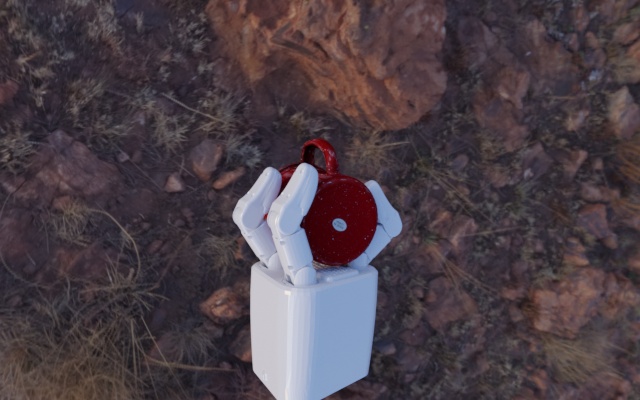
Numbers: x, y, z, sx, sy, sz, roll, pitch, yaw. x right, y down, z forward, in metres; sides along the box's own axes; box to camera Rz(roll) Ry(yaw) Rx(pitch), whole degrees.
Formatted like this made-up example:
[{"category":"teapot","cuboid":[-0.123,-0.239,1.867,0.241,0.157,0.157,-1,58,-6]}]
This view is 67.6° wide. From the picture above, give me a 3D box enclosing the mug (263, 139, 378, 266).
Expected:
[{"category":"mug","cuboid":[0.000,0.000,0.446,0.093,0.117,0.081,-3,10,-29]}]
